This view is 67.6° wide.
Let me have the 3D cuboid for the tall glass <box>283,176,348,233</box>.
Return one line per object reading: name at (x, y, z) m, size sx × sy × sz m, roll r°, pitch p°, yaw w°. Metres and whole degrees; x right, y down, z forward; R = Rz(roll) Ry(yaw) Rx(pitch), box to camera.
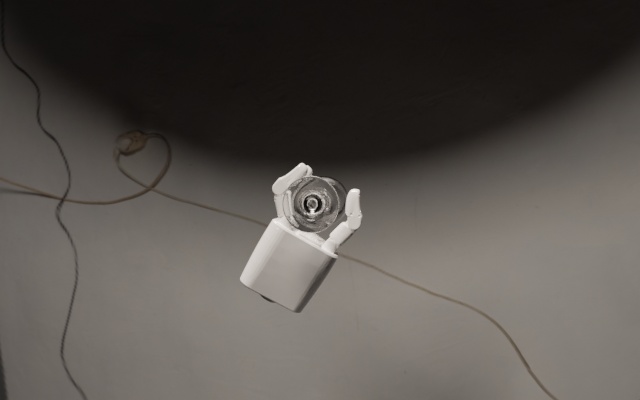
tall glass at (0.000, 0.002, 0.713) m, size 0.079 × 0.079 × 0.201 m, roll 0°, pitch 2°, yaw 8°
